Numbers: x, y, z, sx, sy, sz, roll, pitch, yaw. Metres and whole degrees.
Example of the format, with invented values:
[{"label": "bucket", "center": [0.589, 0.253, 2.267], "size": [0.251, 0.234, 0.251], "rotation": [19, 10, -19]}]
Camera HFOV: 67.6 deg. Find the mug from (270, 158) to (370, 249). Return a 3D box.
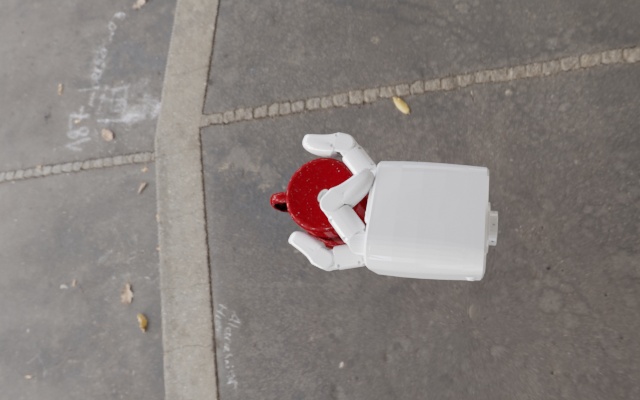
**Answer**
[{"label": "mug", "center": [-0.001, 0.002, 0.534], "size": [0.117, 0.093, 0.081], "rotation": [3, -13, 17]}]
